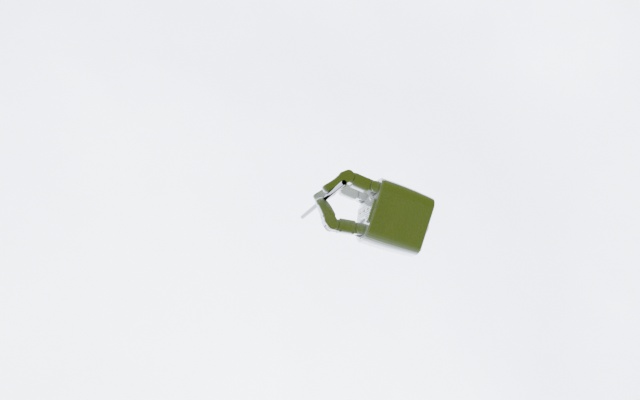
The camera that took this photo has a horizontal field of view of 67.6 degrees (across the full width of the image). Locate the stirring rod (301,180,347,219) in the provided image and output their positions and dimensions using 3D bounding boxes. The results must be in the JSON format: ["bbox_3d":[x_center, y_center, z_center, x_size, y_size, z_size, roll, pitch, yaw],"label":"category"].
[{"bbox_3d":[0.000,0.003,0.829,0.011,0.011,0.239,0,-14,-18],"label":"stirring rod"}]
